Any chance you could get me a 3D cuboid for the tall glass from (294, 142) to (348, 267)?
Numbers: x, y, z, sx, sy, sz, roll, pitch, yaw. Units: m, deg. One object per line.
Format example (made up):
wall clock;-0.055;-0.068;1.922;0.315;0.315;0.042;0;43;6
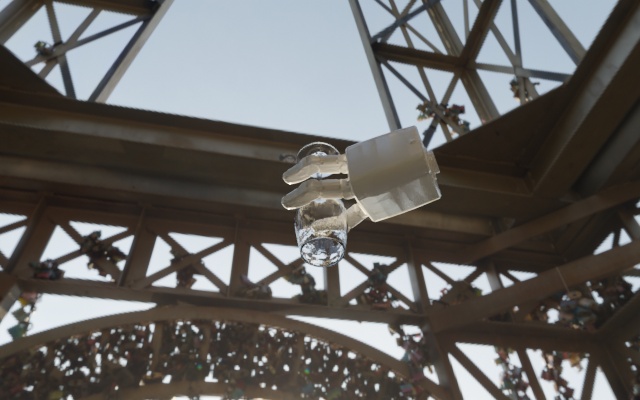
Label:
tall glass;0.000;0.002;0.714;0.079;0.079;0.200;0;44;-2
